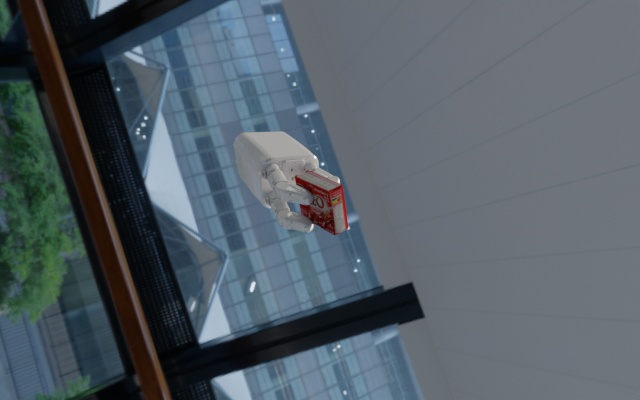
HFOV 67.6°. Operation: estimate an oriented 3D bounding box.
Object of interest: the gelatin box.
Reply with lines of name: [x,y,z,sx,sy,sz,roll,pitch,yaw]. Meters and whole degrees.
gelatin box: [0.001,0.002,0.712,0.030,0.073,0.089,-25,32,-30]
